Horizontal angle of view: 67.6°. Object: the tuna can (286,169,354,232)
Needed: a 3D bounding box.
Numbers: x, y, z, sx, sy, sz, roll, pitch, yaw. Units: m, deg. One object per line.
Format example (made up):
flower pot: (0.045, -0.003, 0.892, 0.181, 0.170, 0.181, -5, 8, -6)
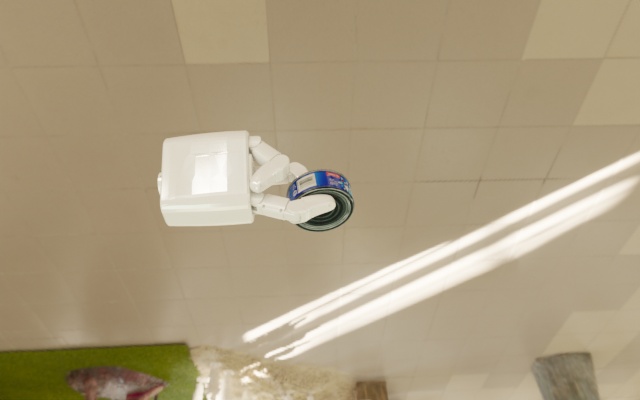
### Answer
tuna can: (0.000, 0.002, 0.617, 0.086, 0.033, 0.086, -6, -43, -5)
